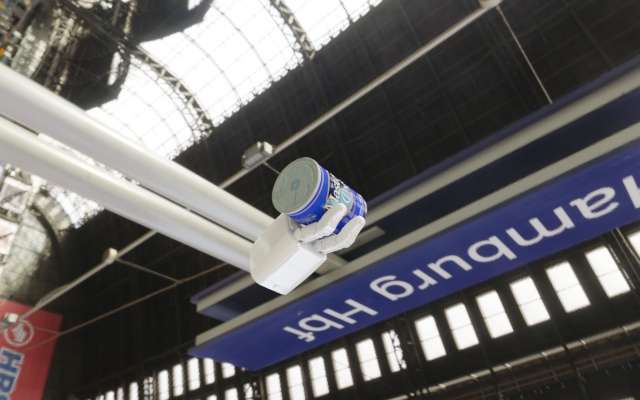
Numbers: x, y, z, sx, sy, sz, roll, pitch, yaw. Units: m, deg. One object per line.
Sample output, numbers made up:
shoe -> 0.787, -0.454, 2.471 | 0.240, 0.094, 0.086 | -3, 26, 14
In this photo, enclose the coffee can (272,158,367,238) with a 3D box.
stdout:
coffee can -> 0.000, 0.003, 0.835 | 0.103, 0.102, 0.140 | 0, -25, 43
